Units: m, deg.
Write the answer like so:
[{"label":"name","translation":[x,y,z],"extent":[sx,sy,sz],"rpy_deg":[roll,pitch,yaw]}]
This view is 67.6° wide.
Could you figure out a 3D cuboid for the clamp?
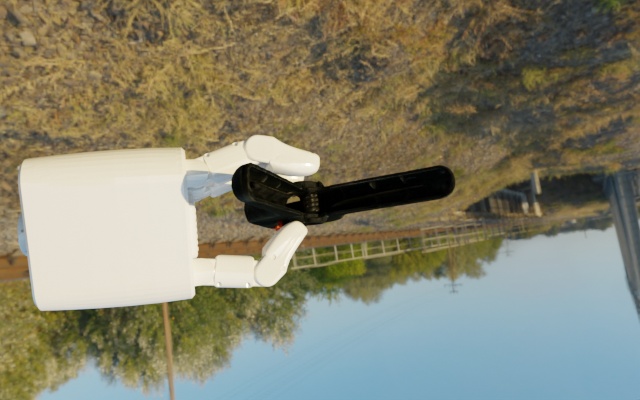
[{"label":"clamp","translation":[0.000,0.002,0.408],"extent":[0.164,0.036,0.210],"rpy_deg":[-1,-9,-15]}]
